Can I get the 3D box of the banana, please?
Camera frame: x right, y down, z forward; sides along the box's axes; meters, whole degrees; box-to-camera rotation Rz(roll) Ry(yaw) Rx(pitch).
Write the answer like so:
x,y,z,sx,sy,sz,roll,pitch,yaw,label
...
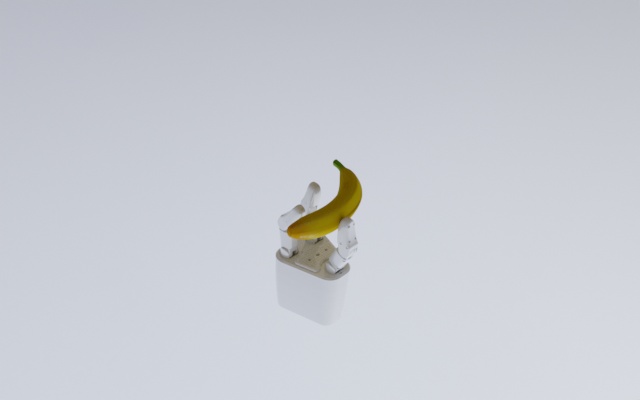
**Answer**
x,y,z,sx,sy,sz,roll,pitch,yaw,label
0.019,0.006,0.696,0.069,0.037,0.197,17,37,13,banana
